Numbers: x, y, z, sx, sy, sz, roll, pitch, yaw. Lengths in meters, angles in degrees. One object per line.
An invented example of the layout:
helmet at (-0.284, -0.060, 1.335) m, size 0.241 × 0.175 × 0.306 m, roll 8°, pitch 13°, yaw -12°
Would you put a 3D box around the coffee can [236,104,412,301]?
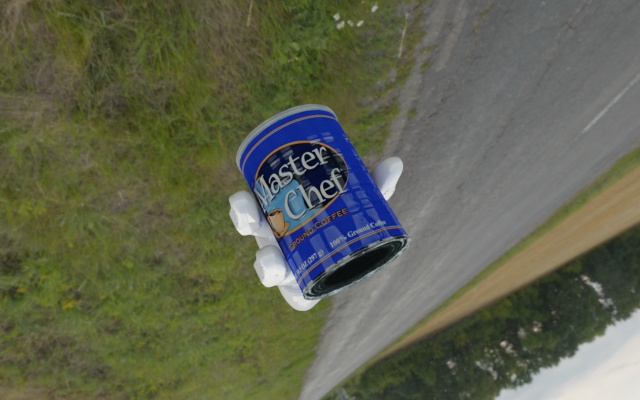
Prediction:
coffee can at (0.000, 0.001, 0.422) m, size 0.103 × 0.140 × 0.103 m, roll -25°, pitch -21°, yaw -10°
